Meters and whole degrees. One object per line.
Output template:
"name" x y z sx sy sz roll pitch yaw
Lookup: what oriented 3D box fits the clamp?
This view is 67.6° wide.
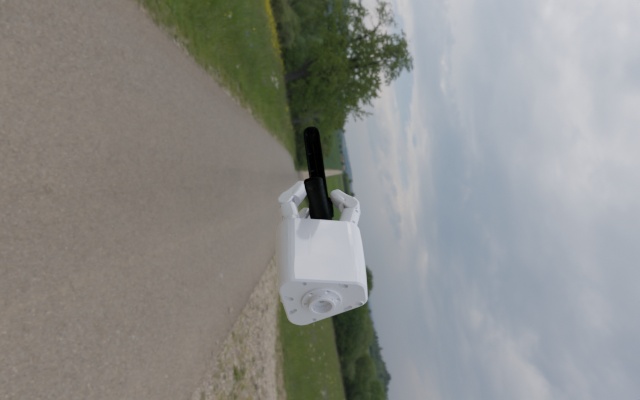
"clamp" 0.001 0.003 0.726 0.036 0.210 0.164 -7 40 4
